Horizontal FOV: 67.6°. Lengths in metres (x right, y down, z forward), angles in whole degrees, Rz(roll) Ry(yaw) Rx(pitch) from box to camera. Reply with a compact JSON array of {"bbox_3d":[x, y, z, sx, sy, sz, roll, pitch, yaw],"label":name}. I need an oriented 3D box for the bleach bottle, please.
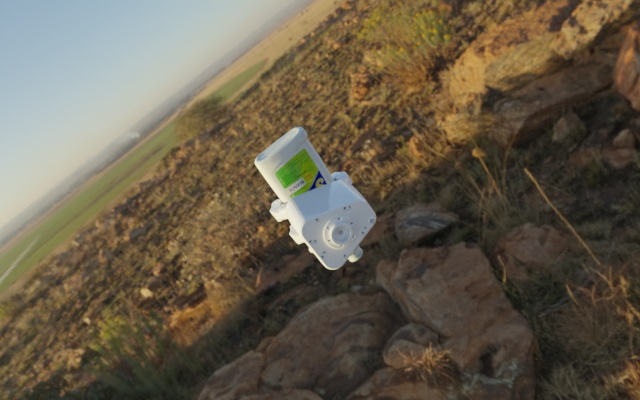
[{"bbox_3d":[0.000,0.003,0.822,0.102,0.251,0.068,-38,20,-1],"label":"bleach bottle"}]
